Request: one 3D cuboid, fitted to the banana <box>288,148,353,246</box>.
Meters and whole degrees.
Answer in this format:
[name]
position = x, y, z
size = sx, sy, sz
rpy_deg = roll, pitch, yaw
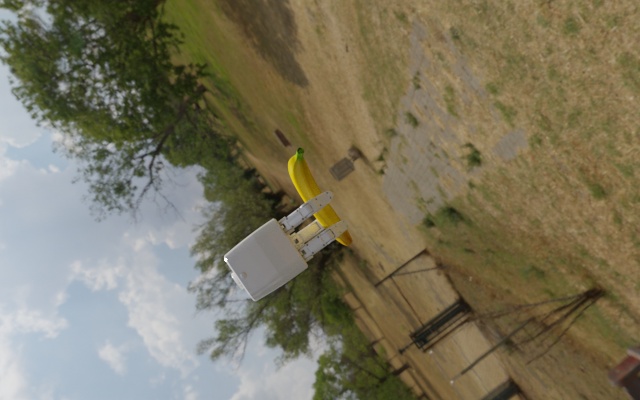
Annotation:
[banana]
position = -0.008, -0.004, 0.837
size = 0.037, 0.198, 0.069
rpy_deg = -34, 20, -10
